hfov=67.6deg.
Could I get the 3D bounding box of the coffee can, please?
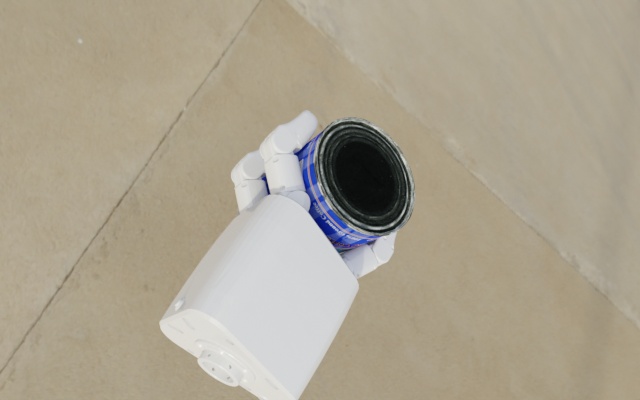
[{"bbox_3d":[0.000,0.001,0.436,0.103,0.102,0.140,0,-19,-36],"label":"coffee can"}]
